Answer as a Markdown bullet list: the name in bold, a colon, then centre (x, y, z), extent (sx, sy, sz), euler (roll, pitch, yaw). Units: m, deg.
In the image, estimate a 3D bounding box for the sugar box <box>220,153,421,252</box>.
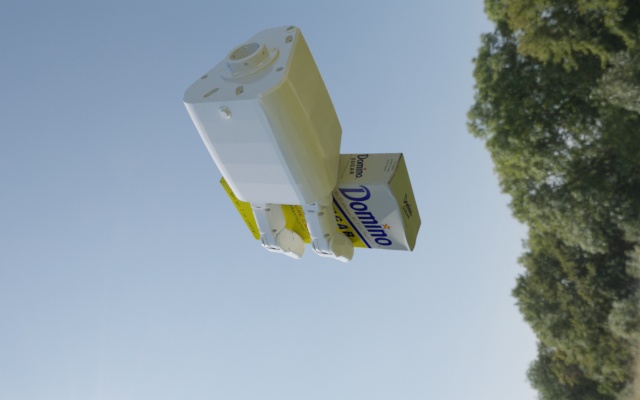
- **sugar box**: centre (0.000, 0.002, 0.460), extent (0.176, 0.048, 0.093), euler (3, -42, 29)
